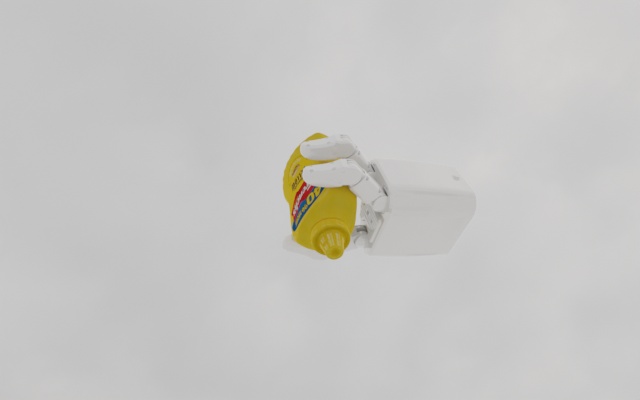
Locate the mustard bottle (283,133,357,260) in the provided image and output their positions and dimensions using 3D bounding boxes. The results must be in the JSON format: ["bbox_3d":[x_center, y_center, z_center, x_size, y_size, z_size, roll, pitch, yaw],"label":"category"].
[{"bbox_3d":[0.000,0.002,0.552,0.058,0.096,0.191,25,25,-24],"label":"mustard bottle"}]
